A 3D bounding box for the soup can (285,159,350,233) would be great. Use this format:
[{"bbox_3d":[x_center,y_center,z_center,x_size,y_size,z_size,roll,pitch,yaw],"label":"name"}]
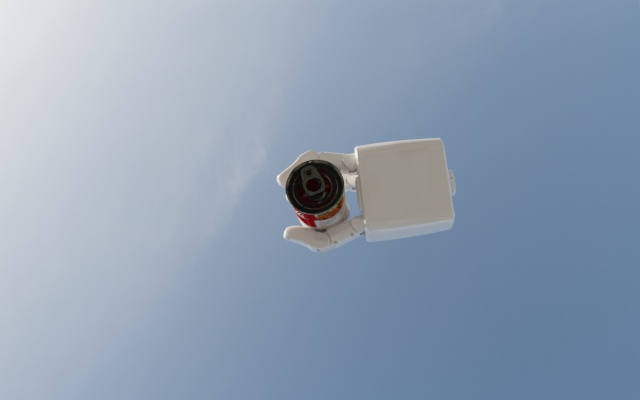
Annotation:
[{"bbox_3d":[0.000,0.002,0.586,0.068,0.068,0.102,0,-21,8],"label":"soup can"}]
